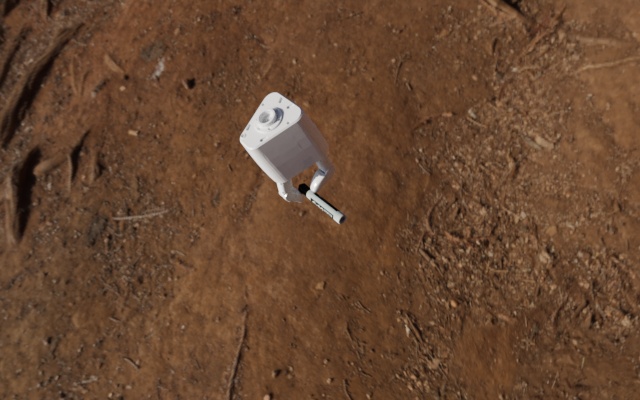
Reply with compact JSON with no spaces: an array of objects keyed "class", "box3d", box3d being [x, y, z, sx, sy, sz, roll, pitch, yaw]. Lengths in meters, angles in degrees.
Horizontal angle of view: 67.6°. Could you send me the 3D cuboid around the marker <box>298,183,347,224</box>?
[{"class":"marker","box3d":[0.000,0.003,0.859,0.020,0.020,0.121,0,30,-47]}]
